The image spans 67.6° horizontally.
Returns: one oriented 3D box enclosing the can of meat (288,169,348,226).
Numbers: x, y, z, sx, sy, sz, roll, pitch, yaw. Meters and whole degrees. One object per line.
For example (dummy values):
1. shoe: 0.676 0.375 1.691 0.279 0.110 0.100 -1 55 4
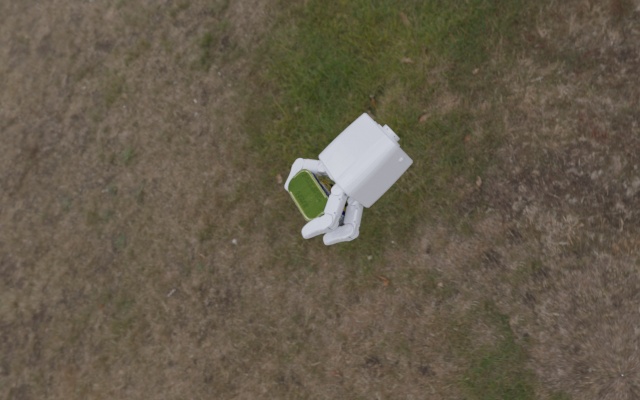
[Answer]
1. can of meat: 0.000 0.002 0.797 0.057 0.102 0.084 -42 -34 12
